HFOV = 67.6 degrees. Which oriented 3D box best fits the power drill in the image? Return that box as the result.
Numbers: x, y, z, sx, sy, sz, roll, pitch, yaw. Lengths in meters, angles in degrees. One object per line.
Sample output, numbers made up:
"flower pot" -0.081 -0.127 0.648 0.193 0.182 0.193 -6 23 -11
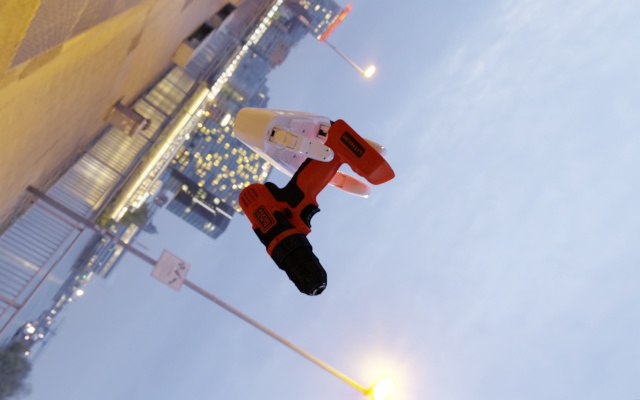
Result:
"power drill" 0.000 0.002 0.603 0.184 0.187 0.057 50 4 31
